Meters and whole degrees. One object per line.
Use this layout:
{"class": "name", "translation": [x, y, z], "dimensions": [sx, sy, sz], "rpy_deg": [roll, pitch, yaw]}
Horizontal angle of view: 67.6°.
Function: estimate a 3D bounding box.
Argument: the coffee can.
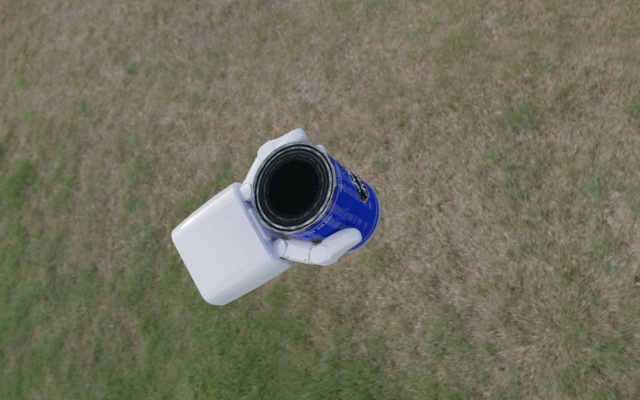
{"class": "coffee can", "translation": [0.000, 0.002, 0.563], "dimensions": [0.103, 0.102, 0.140], "rpy_deg": [0, -14, 27]}
